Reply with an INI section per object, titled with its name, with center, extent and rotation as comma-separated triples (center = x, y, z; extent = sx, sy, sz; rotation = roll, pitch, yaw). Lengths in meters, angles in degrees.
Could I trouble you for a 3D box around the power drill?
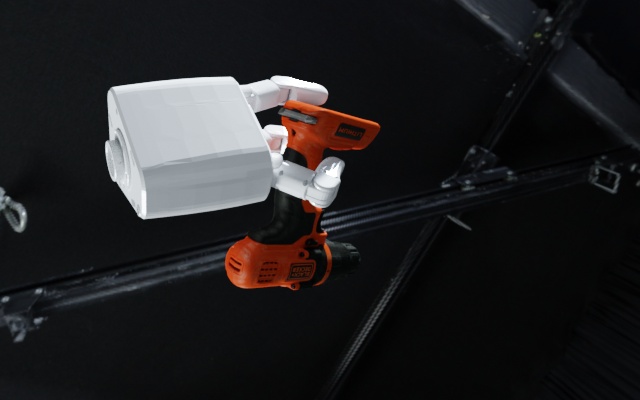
[power drill]
center = 0.000, 0.001, 0.495
extent = 0.057, 0.188, 0.184
rotation = 22, 11, 38
